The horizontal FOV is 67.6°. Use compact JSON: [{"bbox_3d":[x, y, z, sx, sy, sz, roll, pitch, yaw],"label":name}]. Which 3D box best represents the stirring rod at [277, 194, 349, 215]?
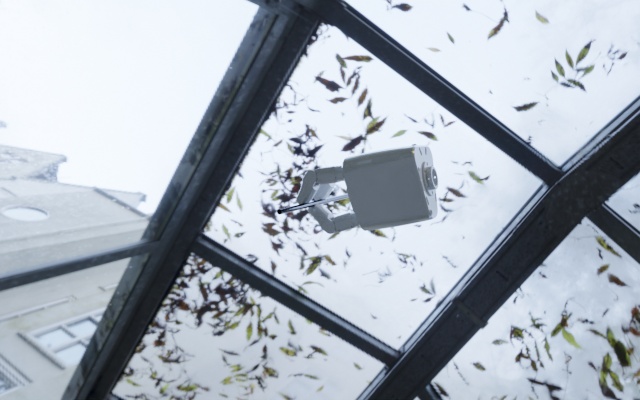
[{"bbox_3d":[0.000,0.002,0.758,0.011,0.011,0.239,0,6,28],"label":"stirring rod"}]
